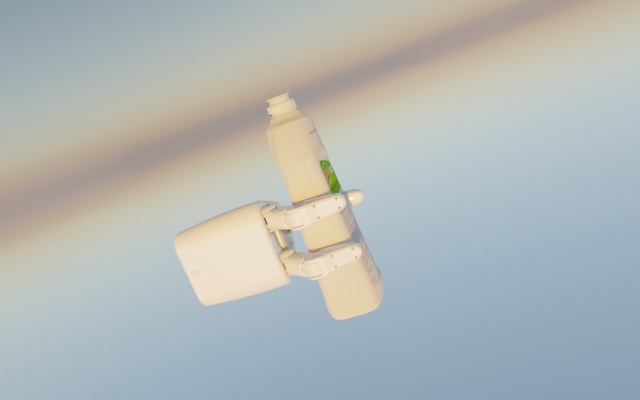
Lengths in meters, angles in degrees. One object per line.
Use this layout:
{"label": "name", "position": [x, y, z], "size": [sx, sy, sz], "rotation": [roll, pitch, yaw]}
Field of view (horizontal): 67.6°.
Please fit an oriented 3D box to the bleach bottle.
{"label": "bleach bottle", "position": [0.000, 0.002, 0.540], "size": [0.068, 0.251, 0.102], "rotation": [-19, 12, 11]}
